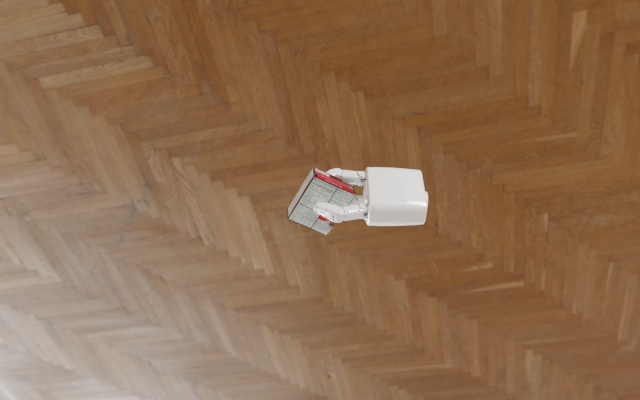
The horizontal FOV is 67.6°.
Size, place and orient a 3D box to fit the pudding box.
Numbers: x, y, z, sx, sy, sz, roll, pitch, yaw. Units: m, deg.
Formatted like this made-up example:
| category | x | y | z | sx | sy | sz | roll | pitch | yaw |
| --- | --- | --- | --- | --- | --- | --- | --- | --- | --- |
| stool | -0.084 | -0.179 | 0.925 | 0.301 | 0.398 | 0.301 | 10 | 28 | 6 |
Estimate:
| category | x | y | z | sx | sy | sz | roll | pitch | yaw |
| --- | --- | --- | --- | --- | --- | --- | --- | --- | --- |
| pudding box | 0.000 | 0.003 | 0.897 | 0.090 | 0.113 | 0.039 | 24 | 29 | -16 |
